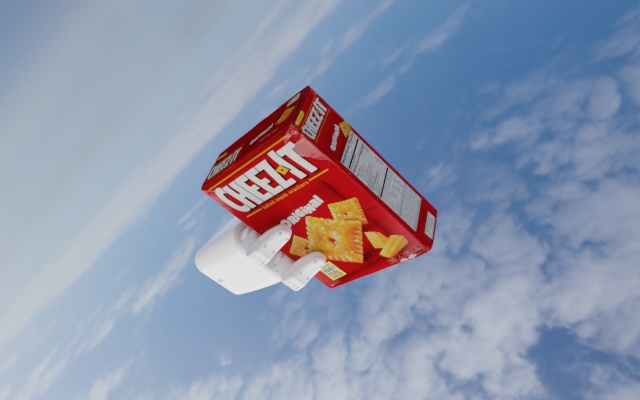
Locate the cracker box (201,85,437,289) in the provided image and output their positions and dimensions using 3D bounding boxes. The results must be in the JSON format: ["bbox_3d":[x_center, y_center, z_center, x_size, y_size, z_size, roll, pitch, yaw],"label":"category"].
[{"bbox_3d":[0.000,0.002,0.539,0.214,0.072,0.164,40,-46,-24],"label":"cracker box"}]
